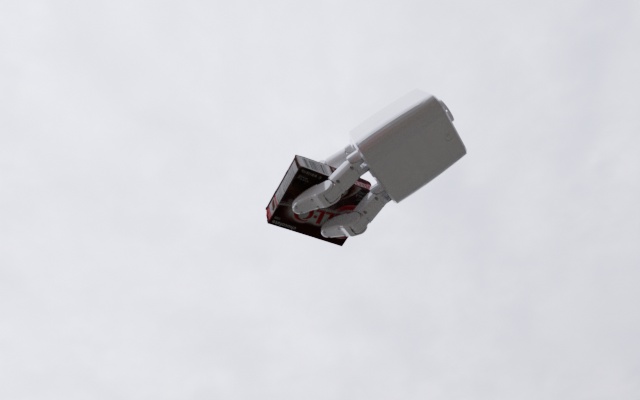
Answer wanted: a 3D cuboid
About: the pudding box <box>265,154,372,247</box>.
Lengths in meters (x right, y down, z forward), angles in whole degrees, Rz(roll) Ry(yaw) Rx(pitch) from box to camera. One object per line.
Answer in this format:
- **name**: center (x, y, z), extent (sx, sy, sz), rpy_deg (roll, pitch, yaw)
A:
- **pudding box**: center (0.000, 0.002, 0.599), extent (0.113, 0.090, 0.039), rpy_deg (20, 27, -23)
